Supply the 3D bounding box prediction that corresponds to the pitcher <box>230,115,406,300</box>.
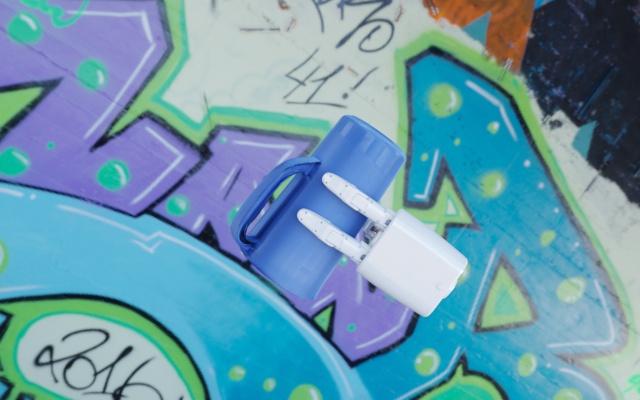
[{"bbox_3d":[0.000,0.002,0.657,0.145,0.243,0.149,36,4,7],"label":"pitcher"}]
